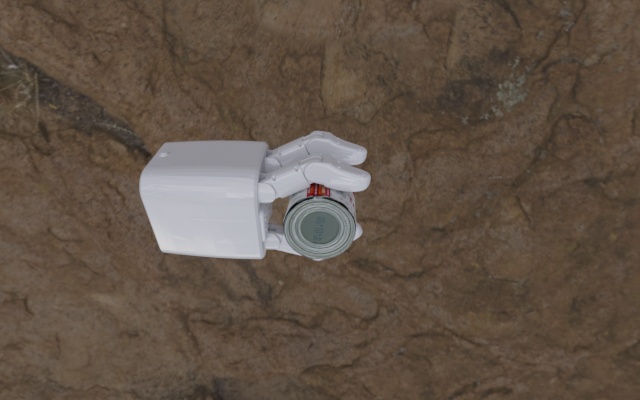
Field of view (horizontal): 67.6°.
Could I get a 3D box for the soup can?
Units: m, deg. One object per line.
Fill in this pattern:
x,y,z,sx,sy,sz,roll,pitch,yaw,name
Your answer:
0.001,0.002,0.469,0.068,0.068,0.102,0,29,2,soup can
